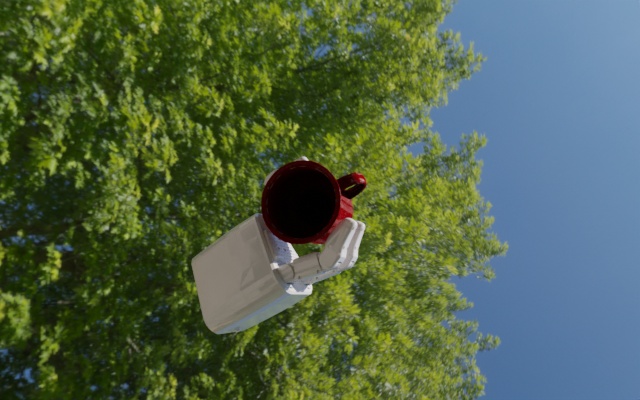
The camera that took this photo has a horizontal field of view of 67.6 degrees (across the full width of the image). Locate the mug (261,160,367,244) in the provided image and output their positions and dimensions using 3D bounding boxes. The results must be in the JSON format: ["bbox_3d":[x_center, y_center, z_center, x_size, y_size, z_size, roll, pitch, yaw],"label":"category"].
[{"bbox_3d":[0.001,0.001,0.552,0.117,0.093,0.081,-31,-18,11],"label":"mug"}]
